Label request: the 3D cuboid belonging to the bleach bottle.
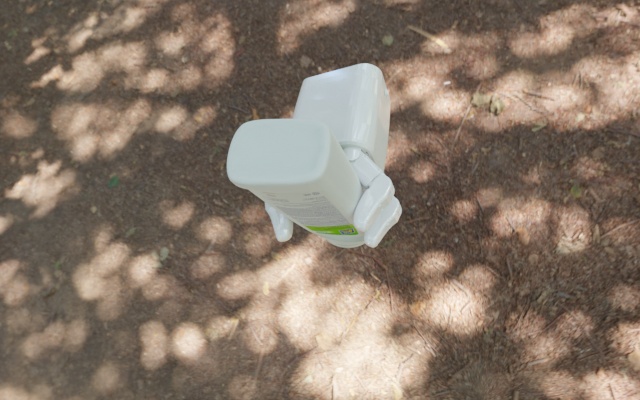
[{"bbox_3d":[0.000,0.002,0.527,0.102,0.068,0.251,2,-21,19],"label":"bleach bottle"}]
